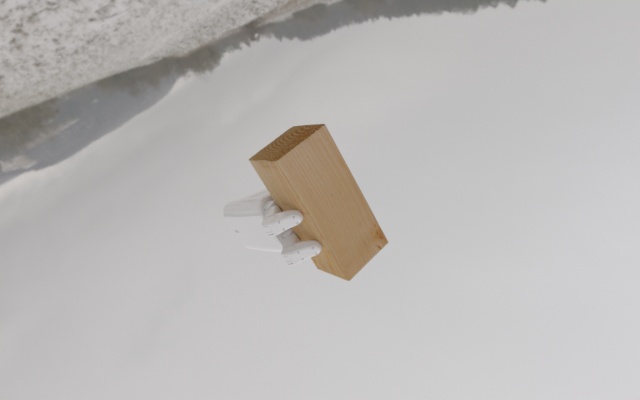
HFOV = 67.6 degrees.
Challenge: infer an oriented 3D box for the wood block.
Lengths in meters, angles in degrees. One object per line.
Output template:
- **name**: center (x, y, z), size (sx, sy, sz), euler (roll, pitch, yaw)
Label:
- **wood block**: center (0.000, 0.002, 0.687), size (0.090, 0.206, 0.090), euler (-41, 26, -23)
